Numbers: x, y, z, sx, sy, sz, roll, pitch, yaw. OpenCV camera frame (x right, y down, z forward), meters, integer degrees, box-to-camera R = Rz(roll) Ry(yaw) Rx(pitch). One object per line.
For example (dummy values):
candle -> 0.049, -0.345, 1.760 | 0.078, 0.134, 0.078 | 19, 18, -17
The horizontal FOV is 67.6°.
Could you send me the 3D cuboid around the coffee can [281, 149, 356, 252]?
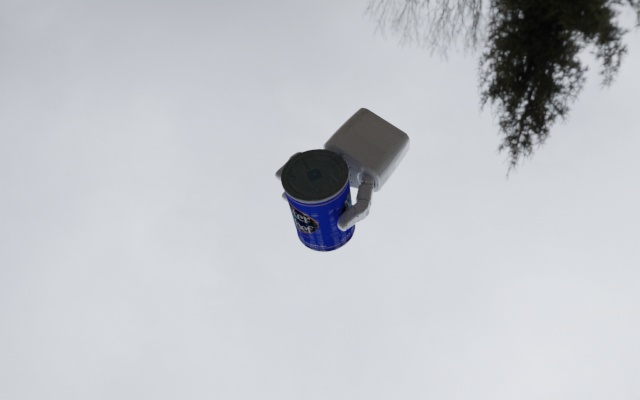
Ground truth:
coffee can -> 0.000, 0.003, 0.765 | 0.103, 0.102, 0.140 | 0, -38, 9
